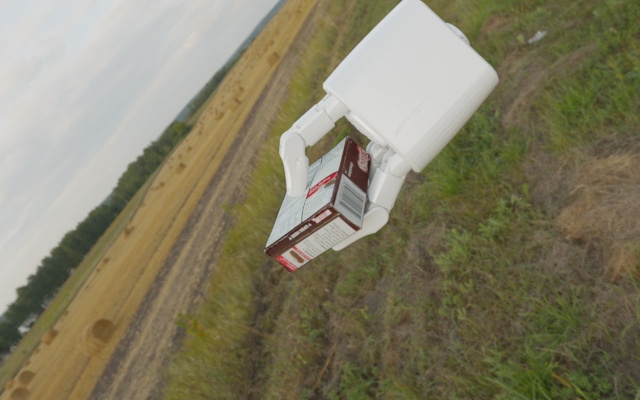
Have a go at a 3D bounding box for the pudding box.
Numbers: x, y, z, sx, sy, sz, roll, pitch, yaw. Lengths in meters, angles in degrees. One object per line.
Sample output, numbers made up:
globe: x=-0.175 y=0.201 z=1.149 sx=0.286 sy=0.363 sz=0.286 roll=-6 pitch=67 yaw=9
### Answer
pudding box: x=0.000 y=0.001 z=0.447 sx=0.090 sy=0.039 sz=0.113 roll=-37 pitch=21 yaw=32
